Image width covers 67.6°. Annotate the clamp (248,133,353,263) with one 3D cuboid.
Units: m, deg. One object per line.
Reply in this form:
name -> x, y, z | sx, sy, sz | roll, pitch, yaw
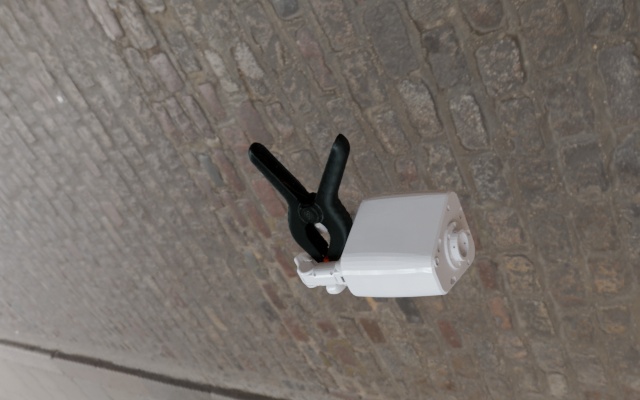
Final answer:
clamp -> 0.000, 0.002, 0.531 | 0.120, 0.171, 0.039 | -7, 30, 38
